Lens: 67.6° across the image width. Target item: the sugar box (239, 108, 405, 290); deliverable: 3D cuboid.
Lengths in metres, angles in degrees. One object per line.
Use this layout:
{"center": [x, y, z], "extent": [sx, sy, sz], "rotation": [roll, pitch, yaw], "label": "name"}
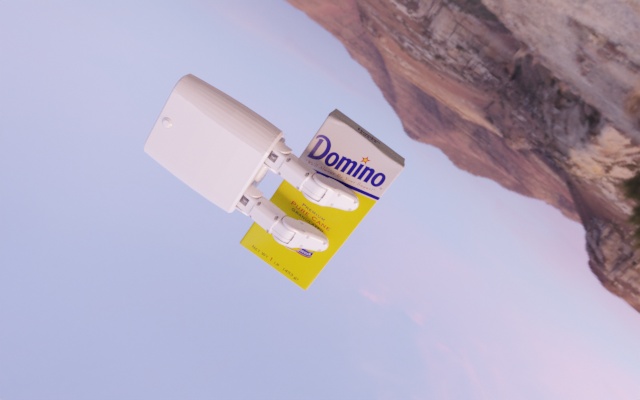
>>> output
{"center": [0.000, 0.002, 0.507], "extent": [0.093, 0.176, 0.048], "rotation": [35, 22, -2], "label": "sugar box"}
